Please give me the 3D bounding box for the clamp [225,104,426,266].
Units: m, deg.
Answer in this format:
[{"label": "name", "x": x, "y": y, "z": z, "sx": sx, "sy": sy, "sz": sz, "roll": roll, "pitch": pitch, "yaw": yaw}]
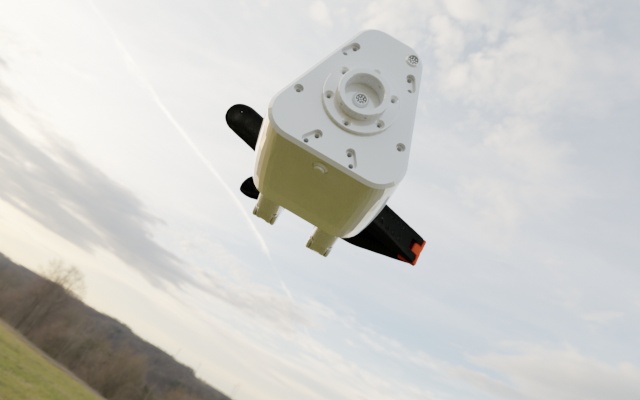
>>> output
[{"label": "clamp", "x": 0.001, "y": 0.001, "z": 0.465, "sx": 0.210, "sy": 0.036, "sz": 0.165, "roll": 31, "pitch": -20, "yaw": 0}]
